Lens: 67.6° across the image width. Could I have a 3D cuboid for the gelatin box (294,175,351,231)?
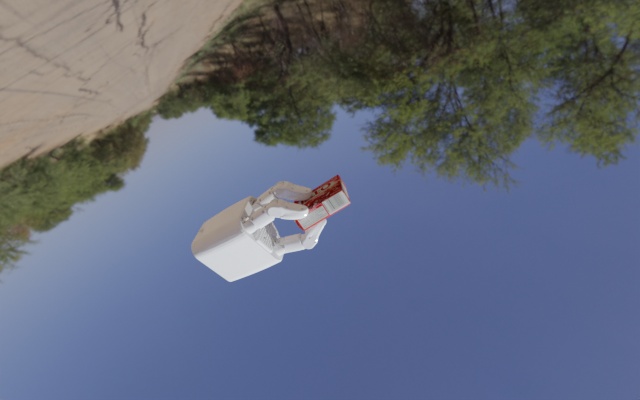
[{"bbox_3d":[0.001,0.003,0.755,0.089,0.030,0.073,-31,20,9],"label":"gelatin box"}]
